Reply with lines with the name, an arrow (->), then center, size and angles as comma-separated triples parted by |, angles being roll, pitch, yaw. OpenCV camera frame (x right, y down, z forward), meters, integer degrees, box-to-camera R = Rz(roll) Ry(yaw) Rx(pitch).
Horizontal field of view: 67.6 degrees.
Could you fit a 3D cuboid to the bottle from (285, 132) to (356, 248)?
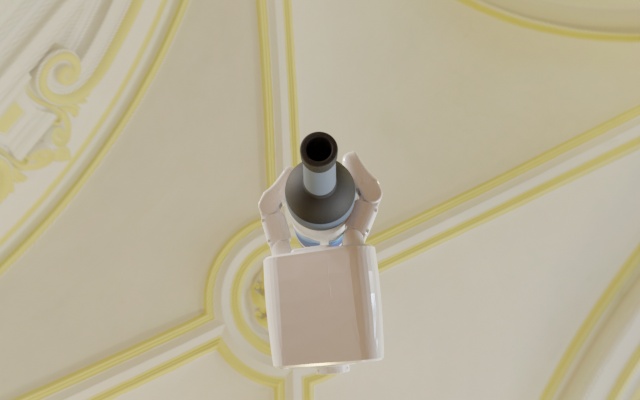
bottle -> 0.000, 0.002, 0.481 | 0.069, 0.069, 0.296 | 0, -15, 1
